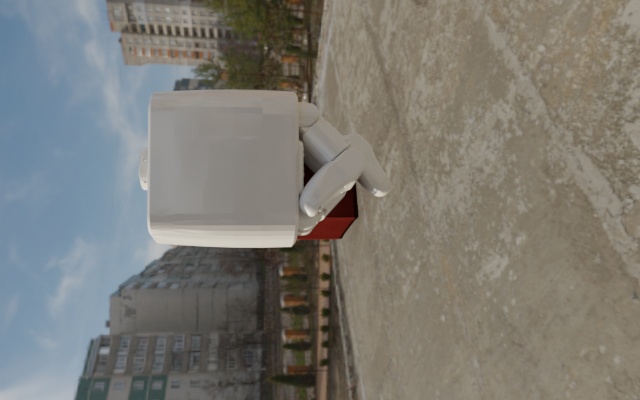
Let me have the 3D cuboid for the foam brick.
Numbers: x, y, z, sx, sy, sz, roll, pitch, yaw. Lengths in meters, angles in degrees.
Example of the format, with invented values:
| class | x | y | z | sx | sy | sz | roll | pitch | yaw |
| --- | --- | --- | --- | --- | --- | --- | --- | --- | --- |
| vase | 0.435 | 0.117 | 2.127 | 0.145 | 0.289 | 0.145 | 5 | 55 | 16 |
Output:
| class | x | y | z | sx | sy | sz | roll | pitch | yaw |
| --- | --- | --- | --- | --- | --- | --- | --- | --- | --- |
| foam brick | 0.000 | 0.002 | 0.434 | 0.051 | 0.053 | 0.078 | -1 | -19 | -9 |
